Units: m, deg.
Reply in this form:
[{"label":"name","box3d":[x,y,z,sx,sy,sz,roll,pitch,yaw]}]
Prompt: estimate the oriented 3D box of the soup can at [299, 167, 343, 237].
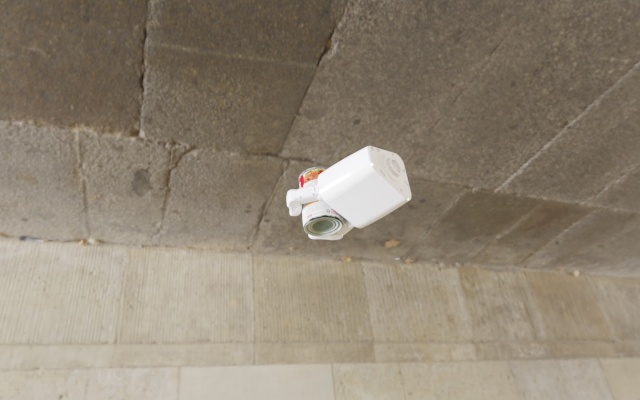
[{"label":"soup can","box3d":[0.000,0.003,0.823,0.068,0.102,0.068,-5,-32,-3]}]
